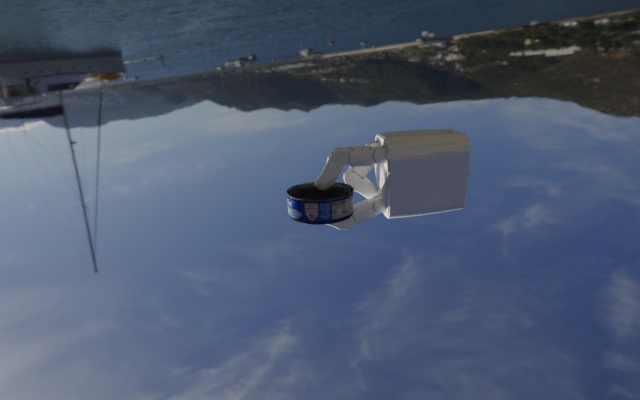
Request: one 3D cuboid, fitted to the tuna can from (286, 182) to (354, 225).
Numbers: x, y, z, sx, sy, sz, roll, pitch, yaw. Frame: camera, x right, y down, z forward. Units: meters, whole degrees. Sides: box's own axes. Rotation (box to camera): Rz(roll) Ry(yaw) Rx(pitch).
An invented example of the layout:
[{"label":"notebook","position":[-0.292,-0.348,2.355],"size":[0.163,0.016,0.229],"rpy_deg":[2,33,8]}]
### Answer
[{"label":"tuna can","position":[0.000,0.003,0.611],"size":[0.086,0.034,0.086],"rpy_deg":[-2,17,1]}]
